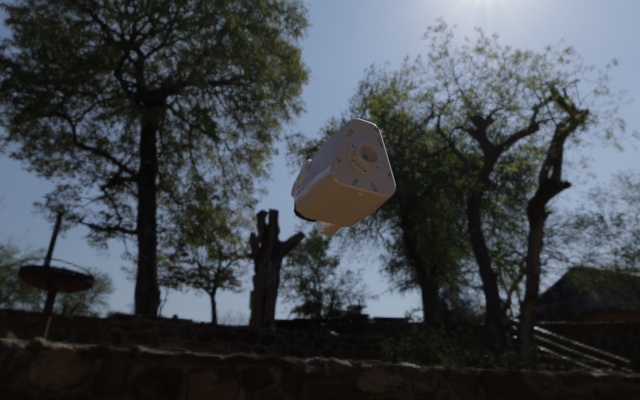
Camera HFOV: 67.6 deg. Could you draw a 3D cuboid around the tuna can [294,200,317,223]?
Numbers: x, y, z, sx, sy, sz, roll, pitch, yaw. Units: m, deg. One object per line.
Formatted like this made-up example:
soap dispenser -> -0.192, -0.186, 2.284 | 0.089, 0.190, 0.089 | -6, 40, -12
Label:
tuna can -> 0.000, 0.002, 0.764 | 0.086, 0.033, 0.086 | -1, -27, 0
